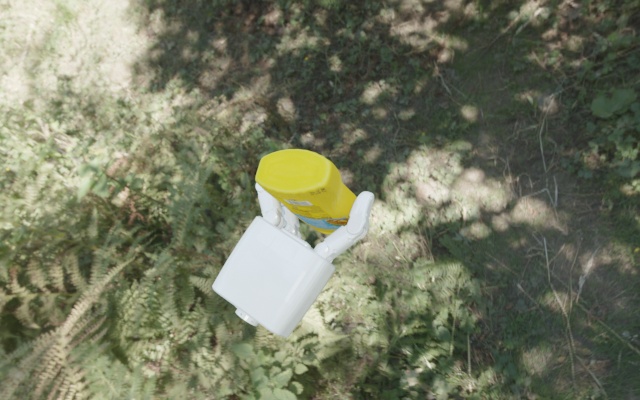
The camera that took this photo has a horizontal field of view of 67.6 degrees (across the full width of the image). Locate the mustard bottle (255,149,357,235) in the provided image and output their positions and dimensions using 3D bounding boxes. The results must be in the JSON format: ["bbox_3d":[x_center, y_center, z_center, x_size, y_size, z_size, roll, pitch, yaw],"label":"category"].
[{"bbox_3d":[0.000,0.002,0.620,0.096,0.058,0.192,3,-21,24],"label":"mustard bottle"}]
